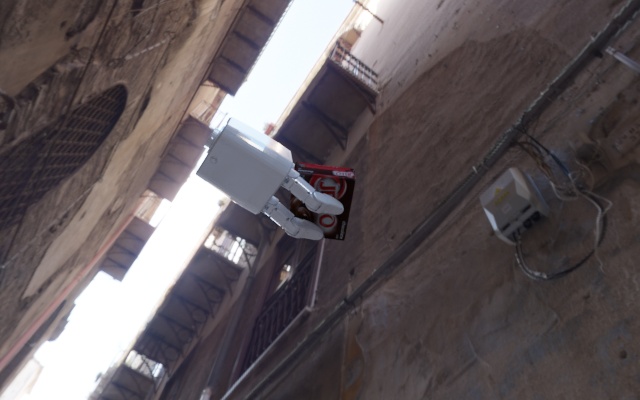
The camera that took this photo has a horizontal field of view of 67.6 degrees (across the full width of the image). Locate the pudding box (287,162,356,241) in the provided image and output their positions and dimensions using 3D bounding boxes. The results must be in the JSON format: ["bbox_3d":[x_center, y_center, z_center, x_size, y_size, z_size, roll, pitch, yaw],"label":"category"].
[{"bbox_3d":[0.000,0.002,0.715,0.090,0.114,0.039,7,33,-2],"label":"pudding box"}]
